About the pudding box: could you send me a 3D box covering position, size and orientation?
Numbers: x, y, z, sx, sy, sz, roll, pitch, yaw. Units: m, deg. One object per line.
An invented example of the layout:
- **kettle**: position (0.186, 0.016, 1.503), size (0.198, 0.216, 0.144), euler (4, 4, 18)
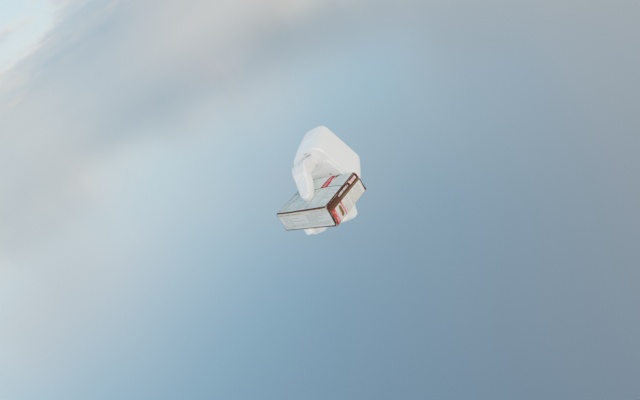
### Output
- **pudding box**: position (0.000, 0.002, 0.724), size (0.113, 0.039, 0.090), euler (-11, 31, 46)
